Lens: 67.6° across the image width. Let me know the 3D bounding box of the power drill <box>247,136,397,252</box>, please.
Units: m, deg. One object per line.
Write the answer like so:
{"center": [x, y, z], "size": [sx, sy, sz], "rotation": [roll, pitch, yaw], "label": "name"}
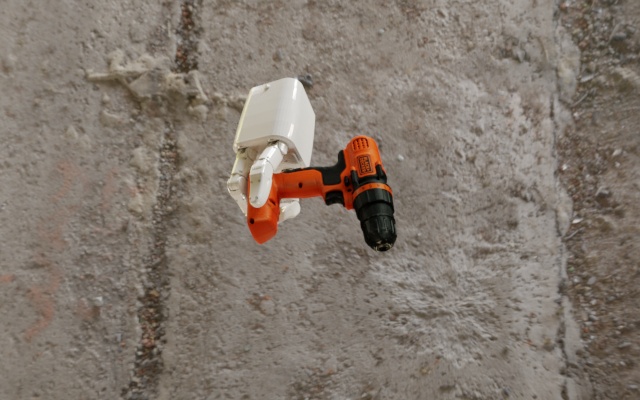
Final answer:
{"center": [0.000, 0.002, 0.628], "size": [0.187, 0.184, 0.057], "rotation": [-11, -42, 5], "label": "power drill"}
